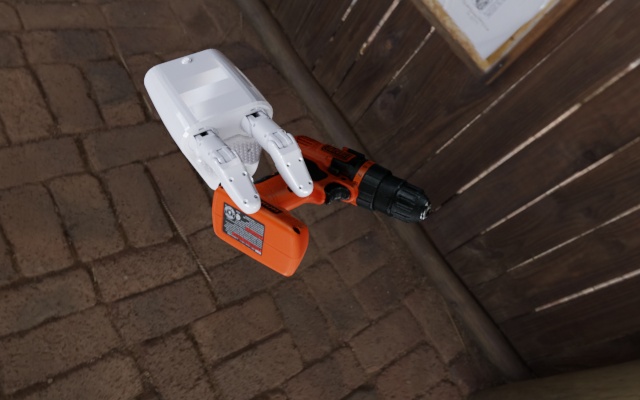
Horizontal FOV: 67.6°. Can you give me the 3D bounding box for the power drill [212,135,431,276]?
[{"bbox_3d":[0.000,0.002,0.486,0.184,0.057,0.187,25,33,25],"label":"power drill"}]
